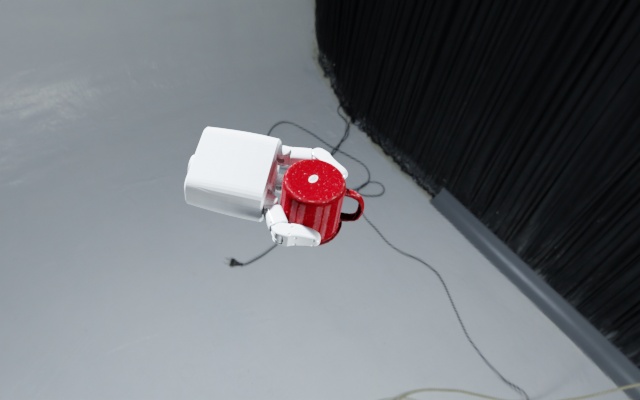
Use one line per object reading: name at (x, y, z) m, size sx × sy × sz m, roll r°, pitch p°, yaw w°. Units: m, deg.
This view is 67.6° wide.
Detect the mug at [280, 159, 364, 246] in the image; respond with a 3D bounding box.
mug at (0.002, 0.002, 0.632) m, size 0.117 × 0.093 × 0.082 m, roll 10°, pitch -42°, yaw 0°
